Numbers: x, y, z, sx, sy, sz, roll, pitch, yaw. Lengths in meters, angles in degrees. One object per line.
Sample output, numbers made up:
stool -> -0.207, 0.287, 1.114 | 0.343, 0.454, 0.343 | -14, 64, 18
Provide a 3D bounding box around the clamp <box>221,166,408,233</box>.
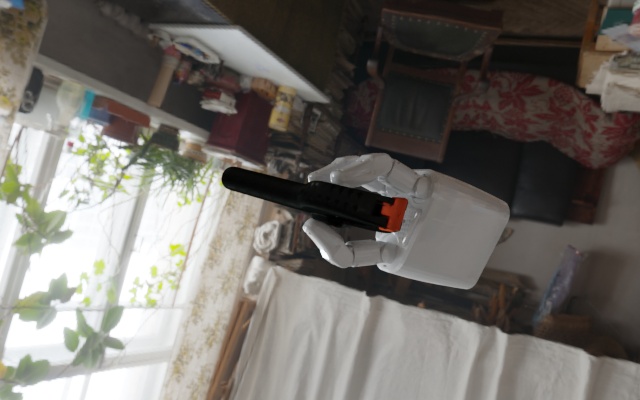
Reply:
clamp -> 0.000, 0.002, 0.458 | 0.164, 0.036, 0.210 | 19, -6, -23
